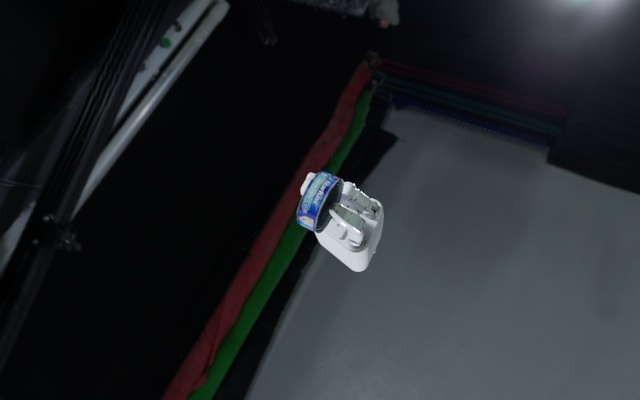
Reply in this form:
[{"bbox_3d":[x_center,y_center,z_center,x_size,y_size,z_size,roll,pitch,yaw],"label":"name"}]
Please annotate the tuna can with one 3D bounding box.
[{"bbox_3d":[0.000,0.002,0.686,0.034,0.086,0.086,25,7,15],"label":"tuna can"}]
